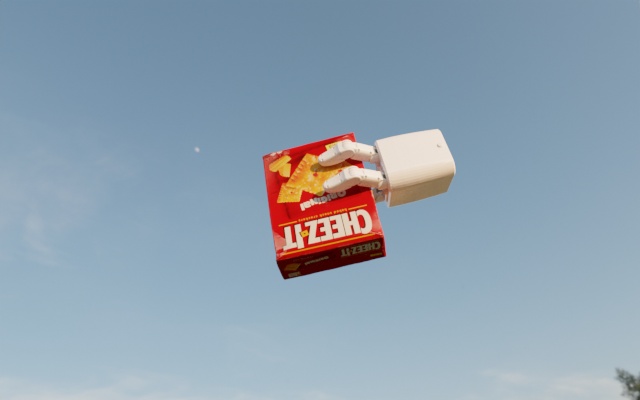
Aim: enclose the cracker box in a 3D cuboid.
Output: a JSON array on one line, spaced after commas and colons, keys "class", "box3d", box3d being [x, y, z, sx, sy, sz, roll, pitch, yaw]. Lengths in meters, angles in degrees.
[{"class": "cracker box", "box3d": [0.000, 0.002, 0.767, 0.164, 0.213, 0.072, -14, -37, 2]}]
